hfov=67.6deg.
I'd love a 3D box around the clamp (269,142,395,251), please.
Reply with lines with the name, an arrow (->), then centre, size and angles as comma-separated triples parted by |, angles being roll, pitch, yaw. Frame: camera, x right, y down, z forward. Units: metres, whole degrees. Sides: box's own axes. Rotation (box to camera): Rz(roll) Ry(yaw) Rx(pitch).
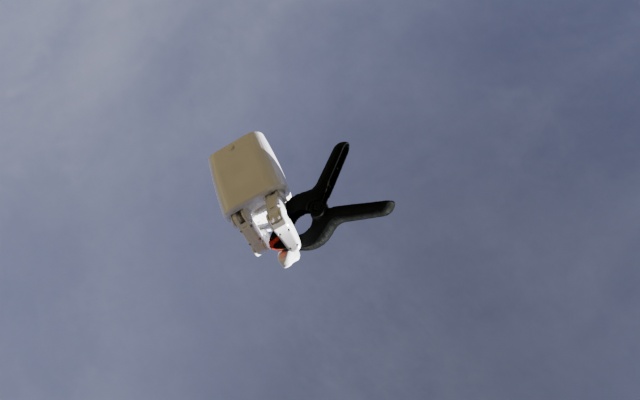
clamp -> 0.000, 0.002, 0.634 | 0.171, 0.120, 0.039 | -29, -29, 8
